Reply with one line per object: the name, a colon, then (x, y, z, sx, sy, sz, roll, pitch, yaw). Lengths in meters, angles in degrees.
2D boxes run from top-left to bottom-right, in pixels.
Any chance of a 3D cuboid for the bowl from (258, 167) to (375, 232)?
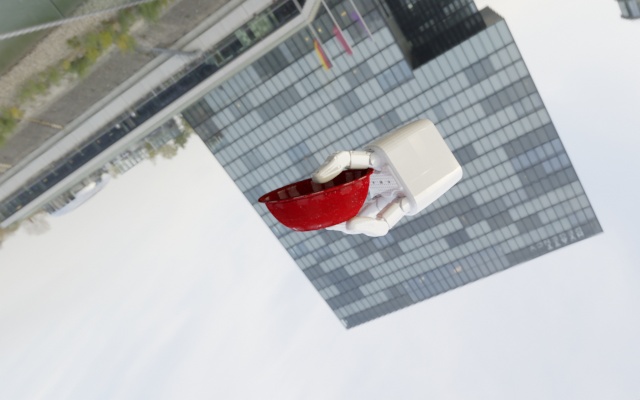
bowl: (-0.001, 0.003, 0.647, 0.162, 0.055, 0.162, -14, 9, 2)
